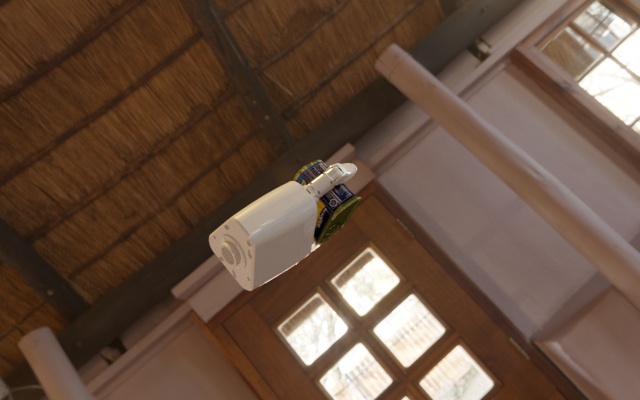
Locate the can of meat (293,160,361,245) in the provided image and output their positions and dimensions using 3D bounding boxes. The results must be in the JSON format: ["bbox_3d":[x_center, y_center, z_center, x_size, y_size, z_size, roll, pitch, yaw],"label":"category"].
[{"bbox_3d":[0.000,0.002,0.690,0.057,0.084,0.102,-34,-17,-33],"label":"can of meat"}]
